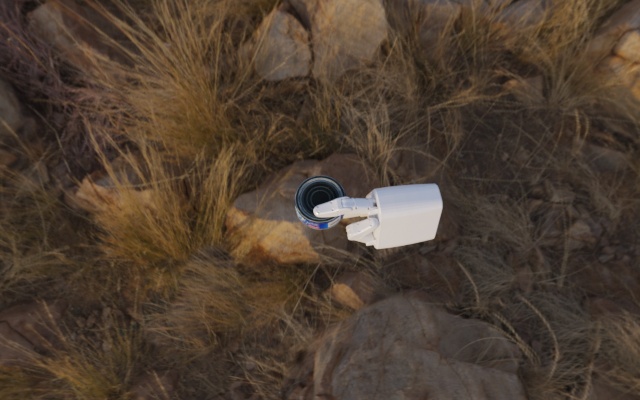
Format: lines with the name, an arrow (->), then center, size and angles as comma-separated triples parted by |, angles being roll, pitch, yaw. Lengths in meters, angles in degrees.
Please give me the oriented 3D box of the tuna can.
tuna can -> 0.000, 0.002, 0.786 | 0.086, 0.086, 0.034 | 0, -21, 1
